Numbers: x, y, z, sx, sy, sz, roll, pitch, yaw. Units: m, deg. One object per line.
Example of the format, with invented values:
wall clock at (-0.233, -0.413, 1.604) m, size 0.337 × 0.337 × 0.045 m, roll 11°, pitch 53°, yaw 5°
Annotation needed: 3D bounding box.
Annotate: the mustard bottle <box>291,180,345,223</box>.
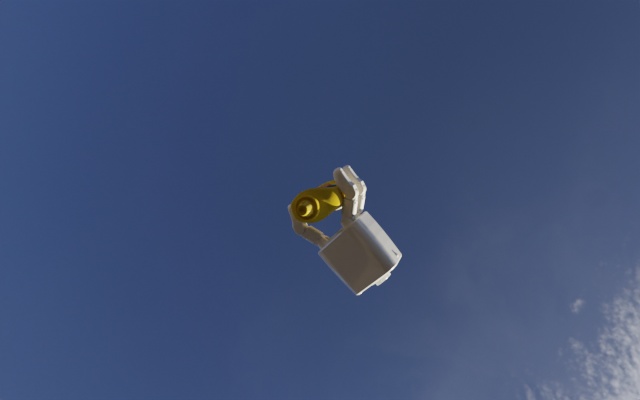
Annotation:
mustard bottle at (0.000, 0.002, 0.849) m, size 0.096 × 0.058 × 0.191 m, roll -18°, pitch 3°, yaw 20°
